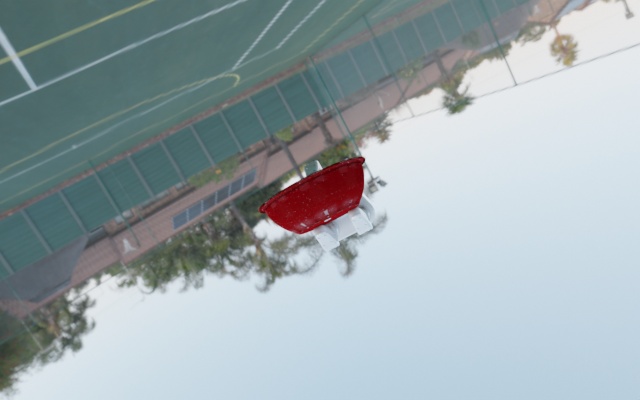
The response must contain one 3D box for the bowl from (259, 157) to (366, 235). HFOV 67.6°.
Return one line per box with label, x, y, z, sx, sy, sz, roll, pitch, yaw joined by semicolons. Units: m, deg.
bowl;0.000;0.003;0.647;0.162;0.055;0.162;-26;-7;-3
